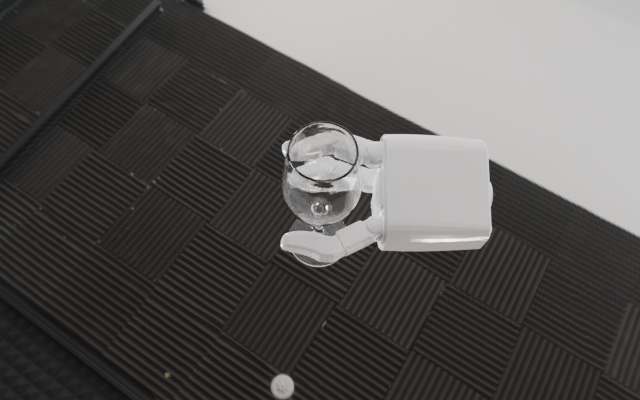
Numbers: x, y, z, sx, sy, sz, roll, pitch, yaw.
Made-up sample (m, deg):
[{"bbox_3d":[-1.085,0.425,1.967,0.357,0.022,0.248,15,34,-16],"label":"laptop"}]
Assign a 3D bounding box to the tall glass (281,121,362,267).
[{"bbox_3d":[0.000,0.002,0.496,0.079,0.079,0.201,0,-26,-1],"label":"tall glass"}]
